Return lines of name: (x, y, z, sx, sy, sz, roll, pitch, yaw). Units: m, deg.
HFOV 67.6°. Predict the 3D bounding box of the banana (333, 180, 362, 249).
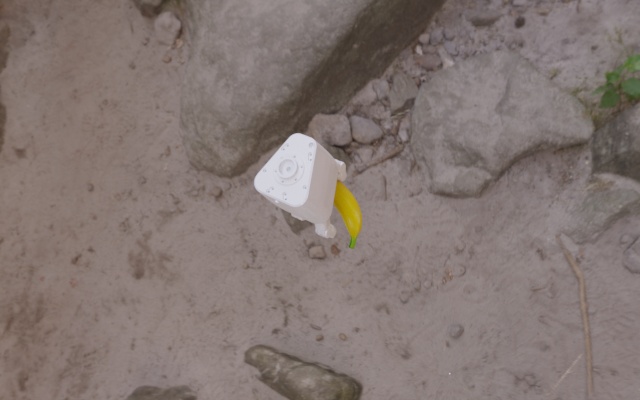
banana: (0.015, -0.008, 0.863, 0.069, 0.197, 0.037, -44, -22, 10)
